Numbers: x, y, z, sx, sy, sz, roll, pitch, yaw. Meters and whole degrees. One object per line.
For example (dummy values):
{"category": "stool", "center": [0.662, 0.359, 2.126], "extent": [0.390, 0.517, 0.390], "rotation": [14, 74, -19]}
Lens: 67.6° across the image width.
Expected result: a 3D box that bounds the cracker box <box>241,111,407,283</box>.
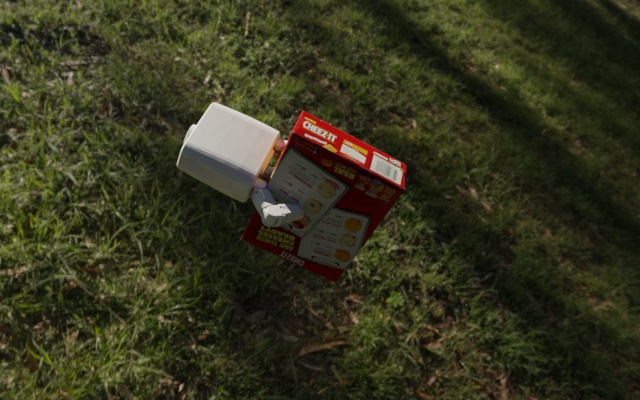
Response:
{"category": "cracker box", "center": [0.000, 0.002, 0.687], "extent": [0.164, 0.214, 0.072], "rotation": [26, 39, -6]}
